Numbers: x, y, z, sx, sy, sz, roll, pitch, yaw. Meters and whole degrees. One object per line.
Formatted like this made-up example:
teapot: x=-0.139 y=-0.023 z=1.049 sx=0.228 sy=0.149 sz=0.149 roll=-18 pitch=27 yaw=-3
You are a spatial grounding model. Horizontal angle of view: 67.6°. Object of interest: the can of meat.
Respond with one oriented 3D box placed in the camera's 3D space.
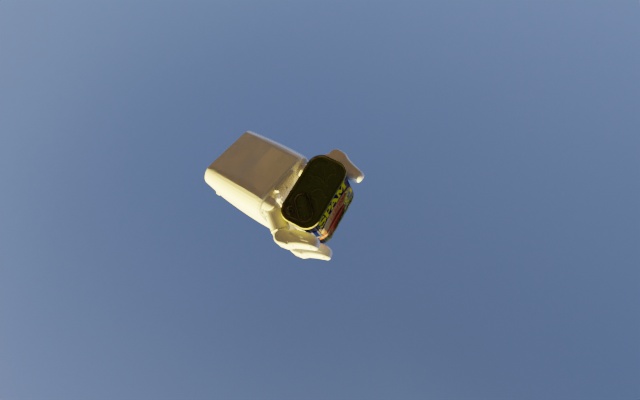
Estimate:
can of meat: x=0.000 y=0.002 z=0.656 sx=0.057 sy=0.102 sz=0.084 roll=26 pitch=-13 yaw=22
